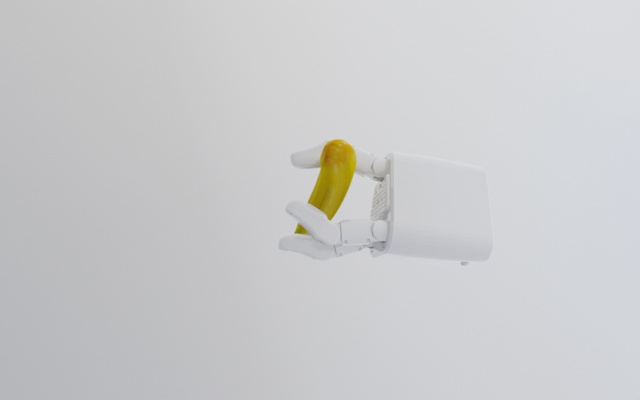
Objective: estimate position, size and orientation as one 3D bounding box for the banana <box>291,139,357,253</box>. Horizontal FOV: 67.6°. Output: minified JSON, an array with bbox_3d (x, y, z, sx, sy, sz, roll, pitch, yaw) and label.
[{"bbox_3d":[0.007,-0.010,0.497,0.037,0.069,0.198,28,-35,4],"label":"banana"}]
